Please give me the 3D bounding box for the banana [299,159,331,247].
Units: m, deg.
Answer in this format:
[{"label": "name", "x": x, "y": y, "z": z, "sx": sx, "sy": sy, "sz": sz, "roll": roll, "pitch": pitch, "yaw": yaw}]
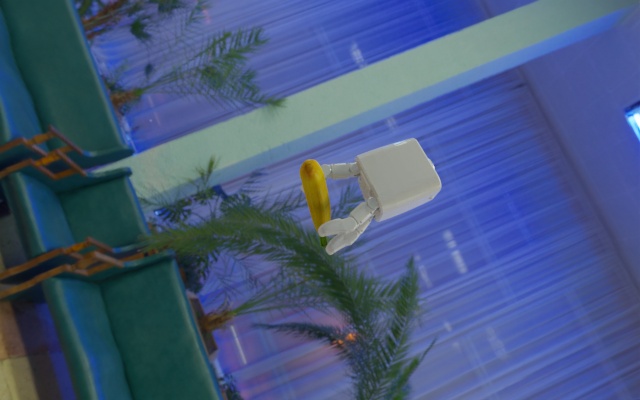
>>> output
[{"label": "banana", "x": -0.005, "y": -0.009, "z": 0.740, "sx": 0.037, "sy": 0.069, "sz": 0.198, "roll": -18, "pitch": -39, "yaw": -4}]
